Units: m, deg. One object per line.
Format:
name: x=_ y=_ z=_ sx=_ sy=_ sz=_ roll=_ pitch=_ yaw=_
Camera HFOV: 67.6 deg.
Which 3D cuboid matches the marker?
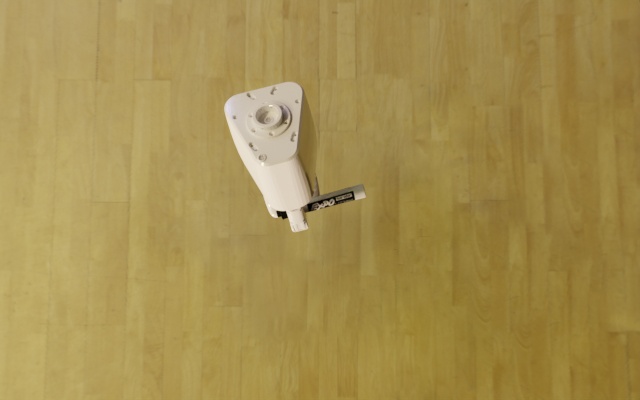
marker: x=0.000 y=0.002 z=0.636 sx=0.121 sy=0.020 sz=0.020 roll=-15 pitch=0 yaw=-1
